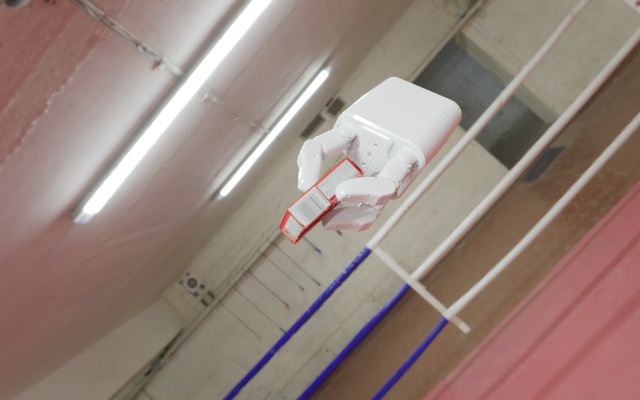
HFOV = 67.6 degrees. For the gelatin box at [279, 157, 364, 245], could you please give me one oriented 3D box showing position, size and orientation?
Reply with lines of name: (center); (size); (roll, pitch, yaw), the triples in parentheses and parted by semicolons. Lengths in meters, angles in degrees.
gelatin box: (0.000, 0.002, 0.506); (0.089, 0.030, 0.073); (-42, -5, -21)
